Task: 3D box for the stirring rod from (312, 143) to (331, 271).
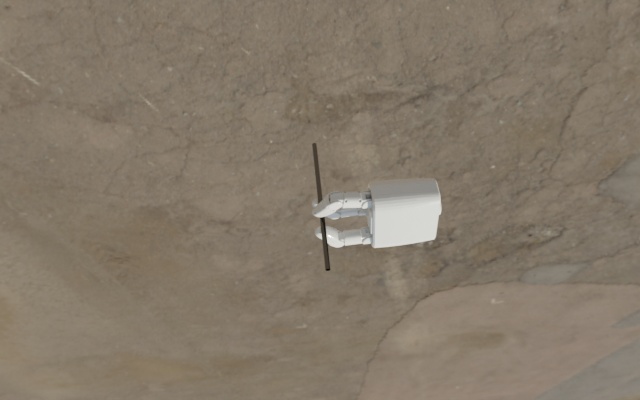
[{"bbox_3d":[0.000,0.002,0.782,0.011,0.239,0.011,-5,-31,-3],"label":"stirring rod"}]
